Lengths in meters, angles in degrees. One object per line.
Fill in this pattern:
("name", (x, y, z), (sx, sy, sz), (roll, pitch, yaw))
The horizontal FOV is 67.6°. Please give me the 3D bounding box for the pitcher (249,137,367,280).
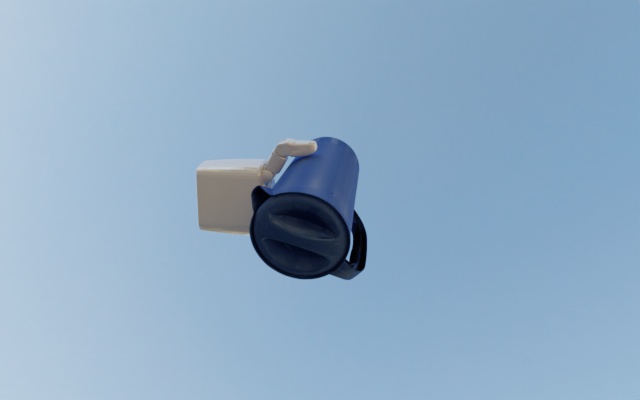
("pitcher", (0.000, 0.002, 0.712), (0.145, 0.149, 0.242), (1, 28, 11))
